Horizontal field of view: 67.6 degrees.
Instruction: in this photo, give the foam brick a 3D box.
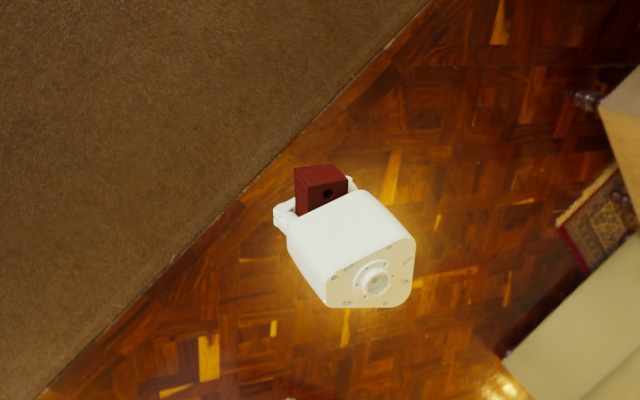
[{"bbox_3d":[0.000,0.002,0.581,0.053,0.078,0.051,-10,29,-19],"label":"foam brick"}]
